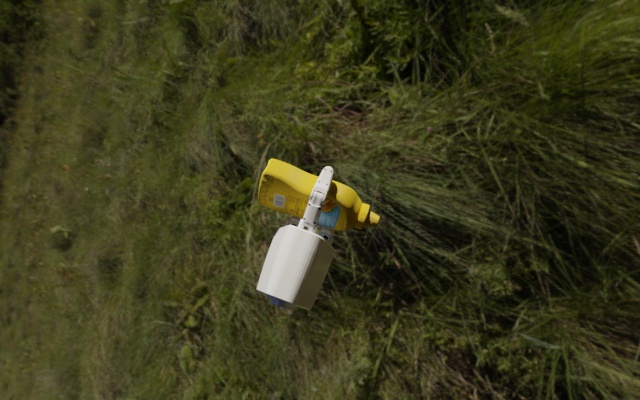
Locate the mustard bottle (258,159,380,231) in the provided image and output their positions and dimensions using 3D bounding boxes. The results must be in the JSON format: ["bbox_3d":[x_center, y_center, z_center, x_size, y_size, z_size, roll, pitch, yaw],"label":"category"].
[{"bbox_3d":[0.000,0.002,0.753,0.191,0.058,0.096,20,-36,3],"label":"mustard bottle"}]
